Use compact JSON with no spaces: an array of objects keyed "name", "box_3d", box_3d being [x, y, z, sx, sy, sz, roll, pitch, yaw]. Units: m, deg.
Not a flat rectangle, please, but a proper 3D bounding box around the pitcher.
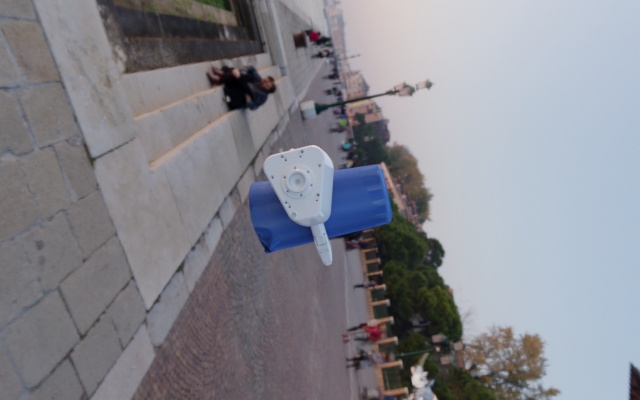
[{"name":"pitcher","box_3d":[0.000,0.003,0.872,0.243,0.149,0.145,-11,-5,6]}]
